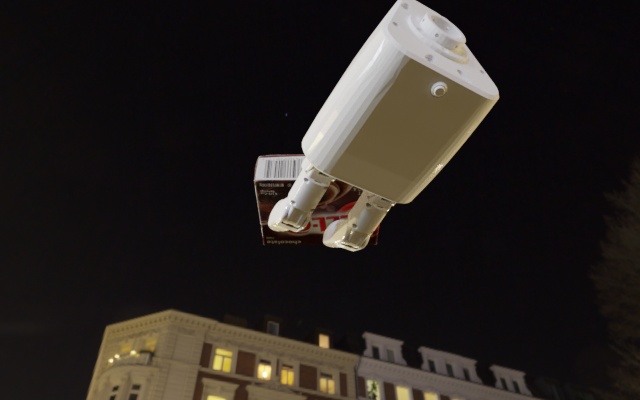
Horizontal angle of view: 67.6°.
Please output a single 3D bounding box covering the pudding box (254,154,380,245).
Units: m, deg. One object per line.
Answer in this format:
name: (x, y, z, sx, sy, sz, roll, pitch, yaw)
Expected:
pudding box: (0.000, 0.001, 0.439, 0.113, 0.039, 0.090, 1, -43, 1)
